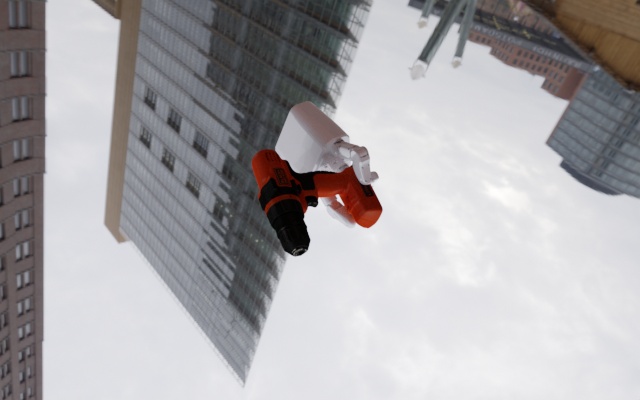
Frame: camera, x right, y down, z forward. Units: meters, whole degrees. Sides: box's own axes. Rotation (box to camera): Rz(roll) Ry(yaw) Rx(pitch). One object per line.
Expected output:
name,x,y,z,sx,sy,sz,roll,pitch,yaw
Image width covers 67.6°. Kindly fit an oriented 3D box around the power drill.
power drill,0.000,0.002,0.717,0.187,0.184,0.057,3,-41,-34
